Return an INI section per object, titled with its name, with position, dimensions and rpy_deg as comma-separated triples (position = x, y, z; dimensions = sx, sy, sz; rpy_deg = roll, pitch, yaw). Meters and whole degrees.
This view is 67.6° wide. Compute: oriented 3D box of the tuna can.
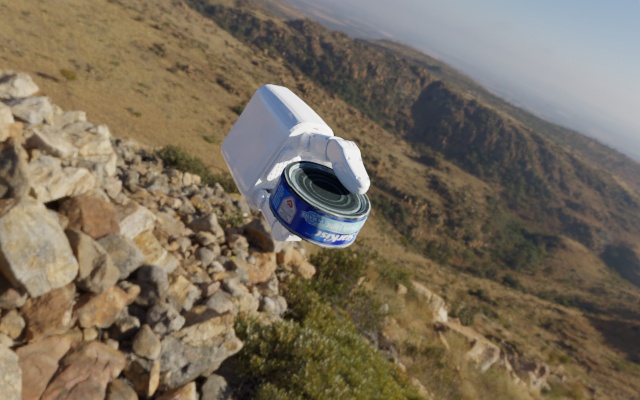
[tuna can]
position = 0.000, 0.001, 0.421
dimensions = 0.086, 0.034, 0.086
rpy_deg = 21, 28, -12
